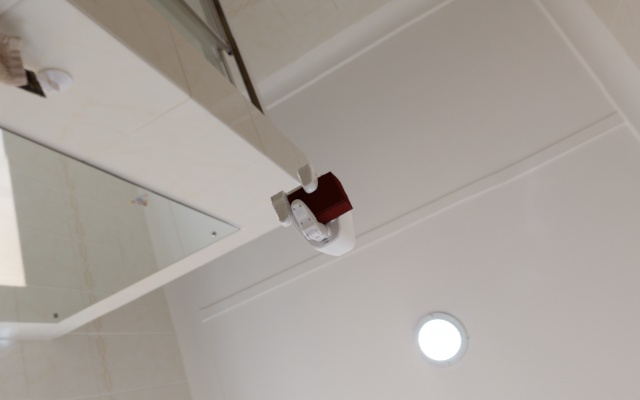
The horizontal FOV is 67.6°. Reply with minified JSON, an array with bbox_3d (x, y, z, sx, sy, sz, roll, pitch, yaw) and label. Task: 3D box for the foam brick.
[{"bbox_3d":[0.000,0.002,0.708,0.078,0.053,0.051,-29,-22,10],"label":"foam brick"}]
